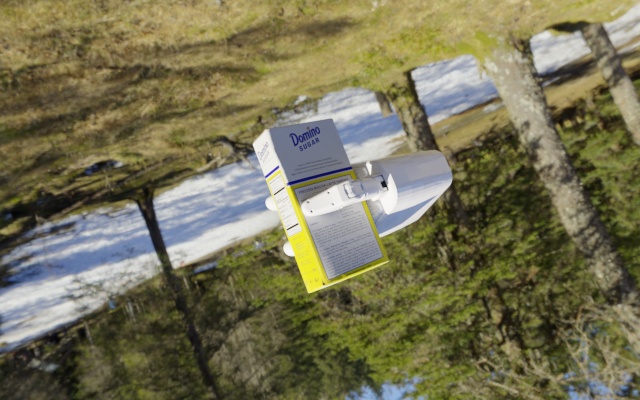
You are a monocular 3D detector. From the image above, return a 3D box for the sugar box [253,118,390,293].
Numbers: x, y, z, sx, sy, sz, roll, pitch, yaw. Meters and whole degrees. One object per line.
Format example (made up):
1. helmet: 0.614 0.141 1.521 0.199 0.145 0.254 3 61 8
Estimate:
1. sugar box: 0.000 0.002 0.527 0.093 0.176 0.048 -15 -11 -35
